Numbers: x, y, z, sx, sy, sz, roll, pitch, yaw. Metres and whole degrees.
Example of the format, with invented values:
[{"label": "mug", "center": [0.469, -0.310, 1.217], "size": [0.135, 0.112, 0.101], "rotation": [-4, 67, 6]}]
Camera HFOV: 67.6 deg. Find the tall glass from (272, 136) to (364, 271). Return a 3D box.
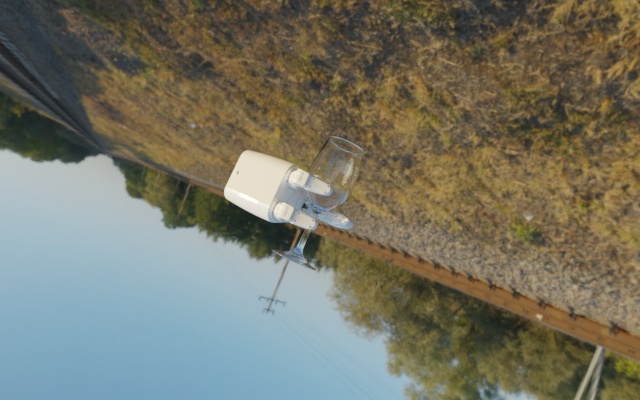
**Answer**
[{"label": "tall glass", "center": [0.000, 0.003, 0.745], "size": [0.079, 0.201, 0.079], "rotation": [25, -5, 2]}]
